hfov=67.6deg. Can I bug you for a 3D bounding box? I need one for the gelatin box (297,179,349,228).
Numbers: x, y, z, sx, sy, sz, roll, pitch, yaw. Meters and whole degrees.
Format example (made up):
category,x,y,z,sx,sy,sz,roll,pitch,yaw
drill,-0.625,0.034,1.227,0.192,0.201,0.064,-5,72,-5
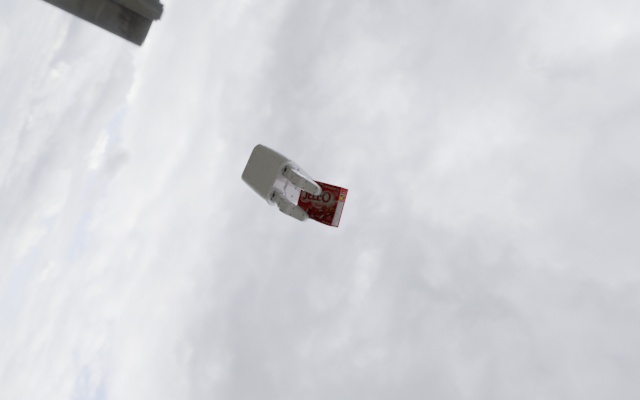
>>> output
category,x,y,z,sx,sy,sz,roll,pitch,yaw
gelatin box,0.001,0.003,0.873,0.089,0.073,0.030,17,2,35
